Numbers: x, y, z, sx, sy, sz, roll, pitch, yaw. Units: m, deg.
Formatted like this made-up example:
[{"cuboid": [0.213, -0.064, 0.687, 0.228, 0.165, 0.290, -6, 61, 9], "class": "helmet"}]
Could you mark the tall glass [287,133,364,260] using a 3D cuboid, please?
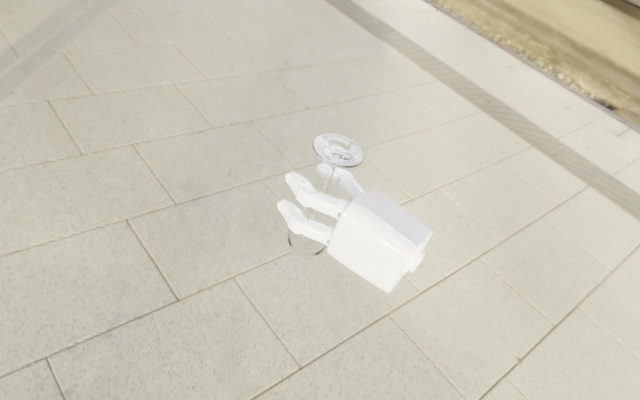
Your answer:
[{"cuboid": [0.000, 0.002, 0.717, 0.079, 0.201, 0.079, 11, 41, -10], "class": "tall glass"}]
